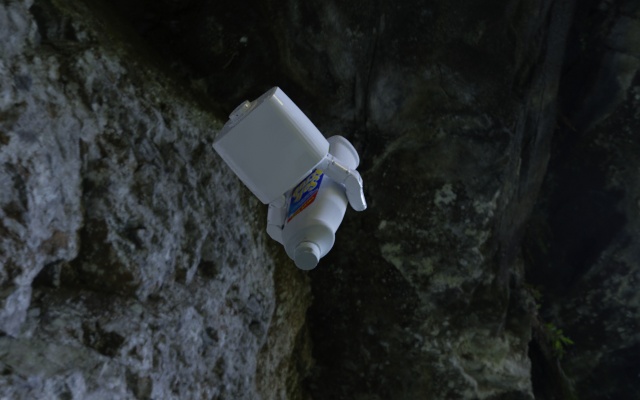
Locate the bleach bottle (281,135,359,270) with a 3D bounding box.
[{"bbox_3d":[0.000,0.002,0.670,0.102,0.068,0.250,-32,23,22],"label":"bleach bottle"}]
